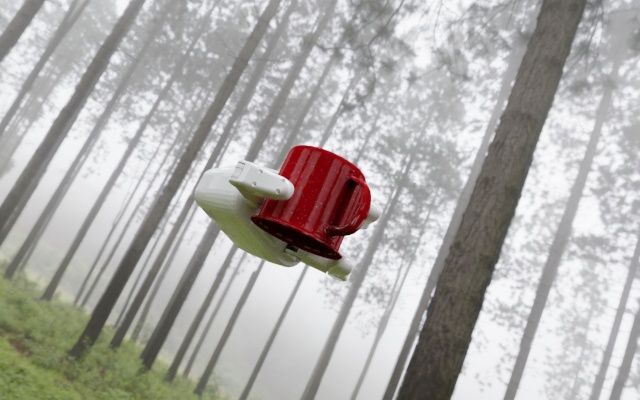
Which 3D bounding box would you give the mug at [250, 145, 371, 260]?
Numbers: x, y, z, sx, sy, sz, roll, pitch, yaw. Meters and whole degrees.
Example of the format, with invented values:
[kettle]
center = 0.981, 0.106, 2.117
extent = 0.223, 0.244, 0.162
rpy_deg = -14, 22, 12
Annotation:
[mug]
center = 0.001, 0.001, 0.444
extent = 0.093, 0.081, 0.117
rpy_deg = 34, -17, -36
